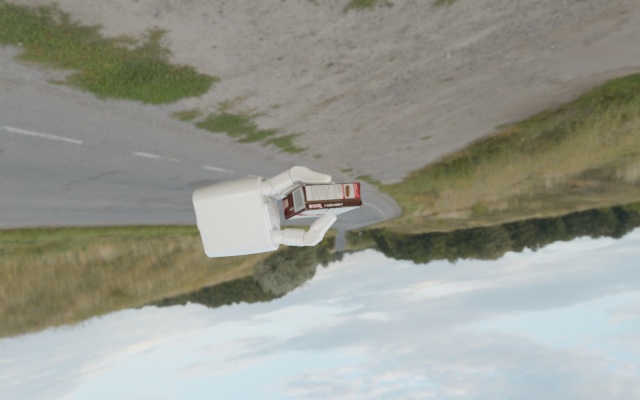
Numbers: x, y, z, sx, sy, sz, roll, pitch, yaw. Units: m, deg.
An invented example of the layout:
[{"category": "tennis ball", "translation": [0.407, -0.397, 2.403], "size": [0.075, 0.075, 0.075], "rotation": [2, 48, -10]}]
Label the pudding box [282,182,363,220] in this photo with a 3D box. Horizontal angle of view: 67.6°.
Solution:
[{"category": "pudding box", "translation": [0.000, 0.003, 0.715], "size": [0.090, 0.039, 0.113], "rotation": [-5, -6, -20]}]
